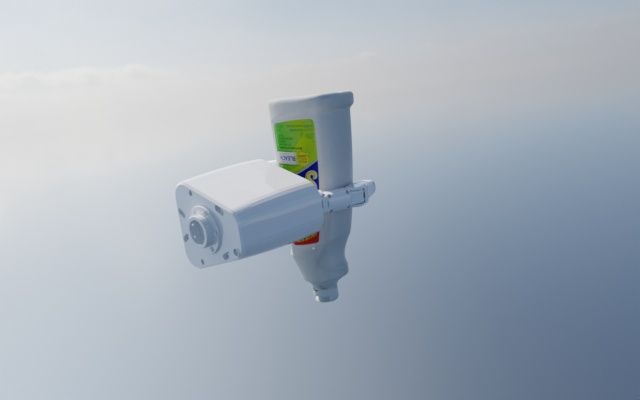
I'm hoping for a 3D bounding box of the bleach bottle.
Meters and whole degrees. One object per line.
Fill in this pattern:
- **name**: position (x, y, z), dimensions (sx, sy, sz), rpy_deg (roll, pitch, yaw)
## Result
- **bleach bottle**: position (0.000, 0.002, 0.569), dimensions (0.102, 0.251, 0.068), rpy_deg (5, 17, 42)
